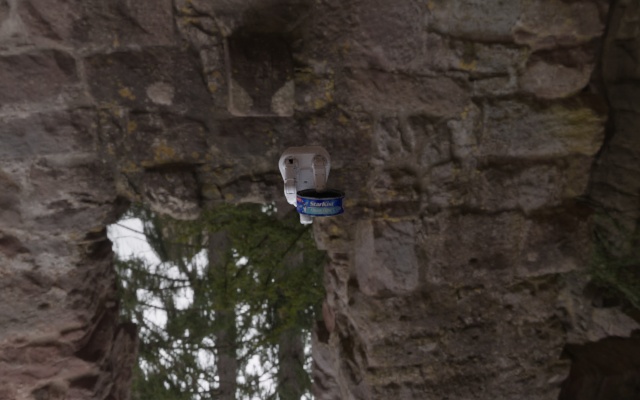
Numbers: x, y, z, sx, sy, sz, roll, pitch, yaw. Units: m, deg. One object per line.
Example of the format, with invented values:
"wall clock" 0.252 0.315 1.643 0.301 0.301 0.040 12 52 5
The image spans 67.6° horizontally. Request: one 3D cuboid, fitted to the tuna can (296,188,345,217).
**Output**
"tuna can" 0.000 0.003 0.835 0.086 0.034 0.086 1 12 0
